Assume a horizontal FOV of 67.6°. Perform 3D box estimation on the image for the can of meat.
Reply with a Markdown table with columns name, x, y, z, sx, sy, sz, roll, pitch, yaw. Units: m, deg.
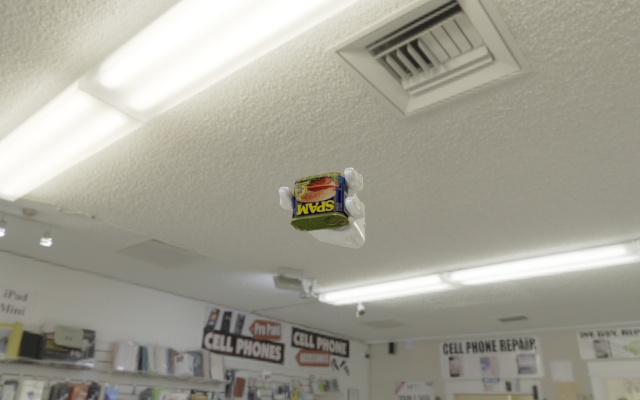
| name | x | y | z | sx | sy | sz | roll | pitch | yaw |
| --- | --- | --- | --- | --- | --- | --- | --- | --- | --- |
| can of meat | 0.000 | 0.002 | 0.847 | 0.102 | 0.084 | 0.057 | -8 | -27 | 20 |
